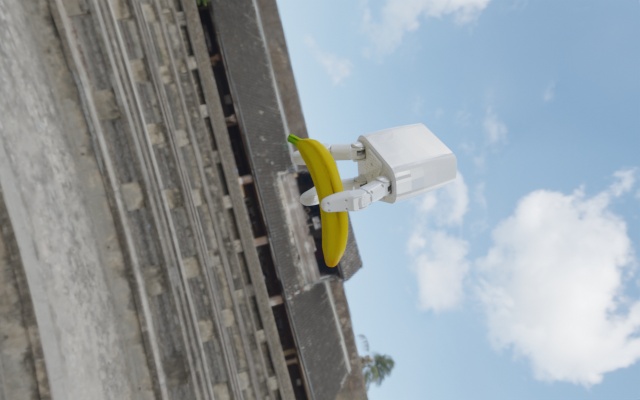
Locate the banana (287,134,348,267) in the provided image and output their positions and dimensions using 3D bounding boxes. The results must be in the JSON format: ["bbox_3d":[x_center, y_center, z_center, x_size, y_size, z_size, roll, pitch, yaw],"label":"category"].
[{"bbox_3d":[0.008,-0.002,0.657,0.037,0.198,0.069,-18,5,-26],"label":"banana"}]
